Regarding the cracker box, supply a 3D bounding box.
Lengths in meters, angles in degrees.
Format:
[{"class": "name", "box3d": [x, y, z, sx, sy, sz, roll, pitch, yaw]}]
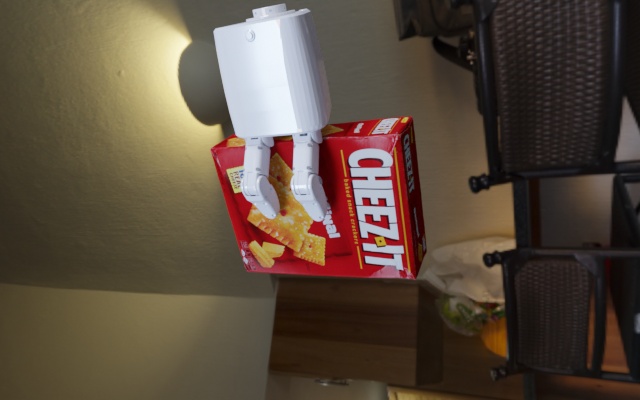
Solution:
[{"class": "cracker box", "box3d": [0.000, 0.002, 0.534, 0.213, 0.164, 0.072, -1, 25, 23]}]
